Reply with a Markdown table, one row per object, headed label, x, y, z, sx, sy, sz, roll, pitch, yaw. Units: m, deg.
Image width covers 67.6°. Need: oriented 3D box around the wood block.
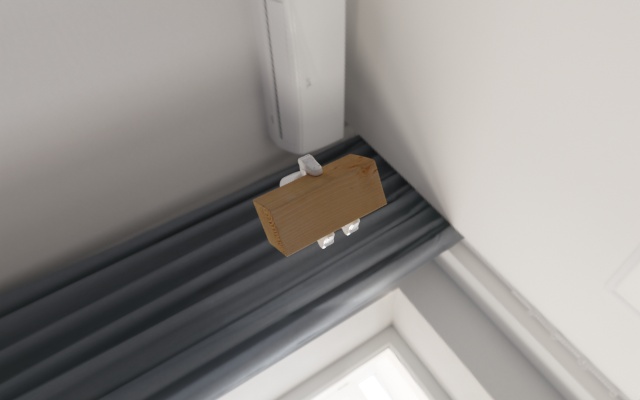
| label | x | y | z | sx | sy | sz | roll | pitch | yaw |
| --- | --- | --- | --- | --- | --- | --- | --- | --- | --- |
| wood block | 0.000 | 0.002 | 0.841 | 0.206 | 0.091 | 0.090 | -27 | 23 | -19 |
